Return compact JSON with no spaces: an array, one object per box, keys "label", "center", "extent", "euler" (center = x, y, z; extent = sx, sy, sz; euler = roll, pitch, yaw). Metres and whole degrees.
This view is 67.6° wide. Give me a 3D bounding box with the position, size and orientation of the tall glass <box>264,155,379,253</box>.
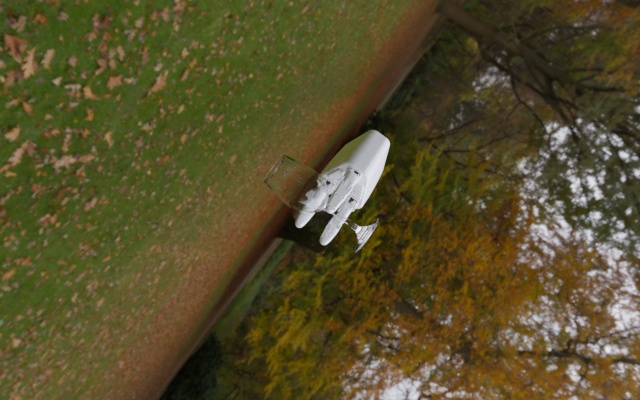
[{"label":"tall glass","center":[0.001,0.003,0.832],"extent":[0.201,0.079,0.079],"euler":[36,0,0]}]
